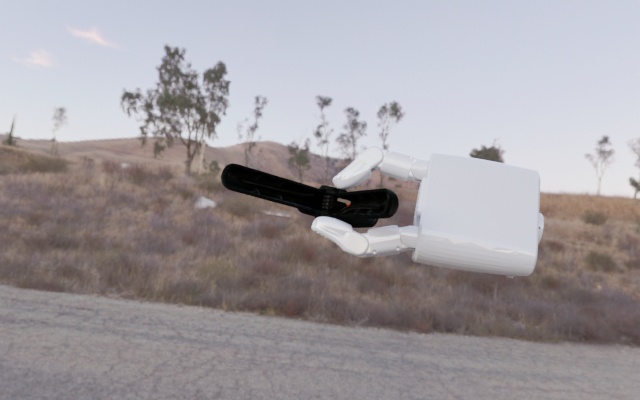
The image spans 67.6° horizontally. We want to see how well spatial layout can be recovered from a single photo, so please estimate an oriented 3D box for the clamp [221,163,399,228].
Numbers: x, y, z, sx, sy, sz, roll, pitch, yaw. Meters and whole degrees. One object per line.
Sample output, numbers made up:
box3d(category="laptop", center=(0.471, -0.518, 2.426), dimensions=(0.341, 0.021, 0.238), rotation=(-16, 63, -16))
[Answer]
box3d(category="clamp", center=(0.001, 0.001, 0.504), dimensions=(0.164, 0.036, 0.210), rotation=(12, -6, 10))
